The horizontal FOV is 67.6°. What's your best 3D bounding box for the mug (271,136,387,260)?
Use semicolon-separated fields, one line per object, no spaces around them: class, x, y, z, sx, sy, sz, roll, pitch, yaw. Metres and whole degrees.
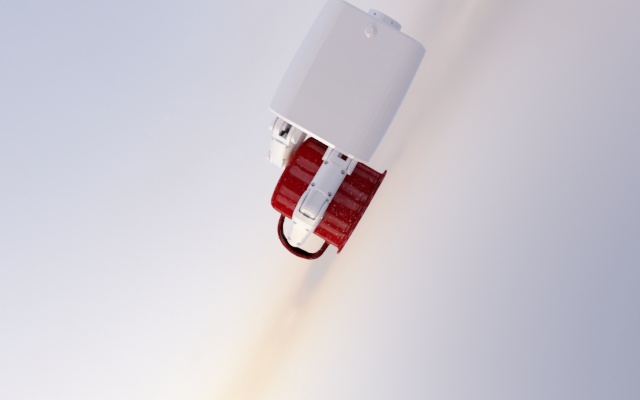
mug;-0.001;0.003;0.462;0.081;0.117;0.093;30;13;4
